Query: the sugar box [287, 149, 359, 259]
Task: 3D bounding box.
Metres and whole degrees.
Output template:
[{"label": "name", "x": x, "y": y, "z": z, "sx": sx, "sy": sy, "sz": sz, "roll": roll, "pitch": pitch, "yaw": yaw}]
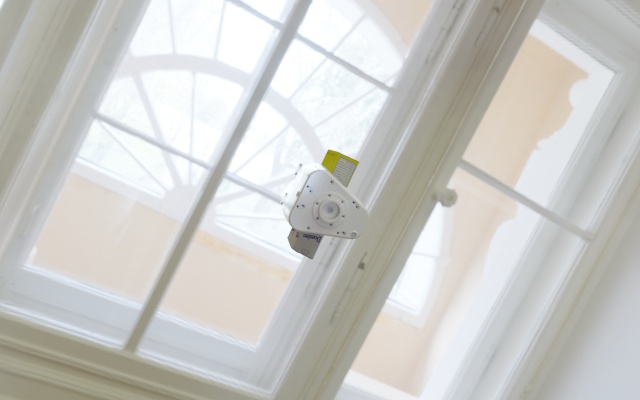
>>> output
[{"label": "sugar box", "x": 0.000, "y": 0.002, "z": 0.803, "sx": 0.048, "sy": 0.176, "sz": 0.093, "roll": 27, "pitch": 3, "yaw": -12}]
